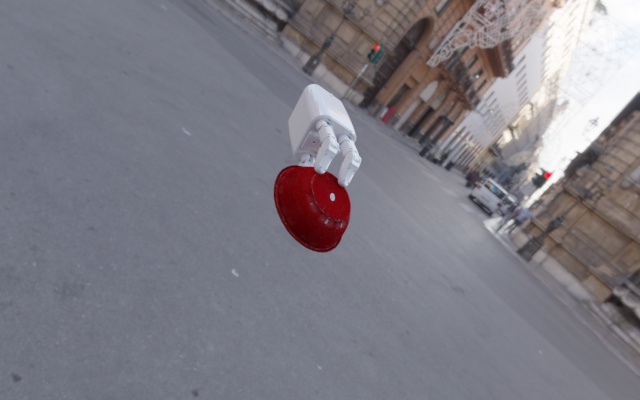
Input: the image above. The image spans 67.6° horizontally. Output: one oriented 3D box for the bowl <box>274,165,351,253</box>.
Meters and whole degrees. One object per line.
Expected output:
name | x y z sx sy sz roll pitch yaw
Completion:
bowl | 0.001 0.004 0.798 0.055 0.162 0.162 -29 -19 37
